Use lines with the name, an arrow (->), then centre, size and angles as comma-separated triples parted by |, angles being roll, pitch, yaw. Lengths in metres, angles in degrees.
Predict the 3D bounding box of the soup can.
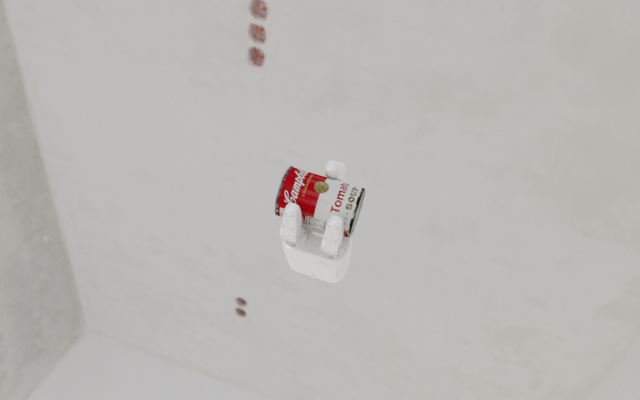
soup can -> 0.000, 0.002, 0.616 | 0.102, 0.068, 0.068 | 17, 3, 9
